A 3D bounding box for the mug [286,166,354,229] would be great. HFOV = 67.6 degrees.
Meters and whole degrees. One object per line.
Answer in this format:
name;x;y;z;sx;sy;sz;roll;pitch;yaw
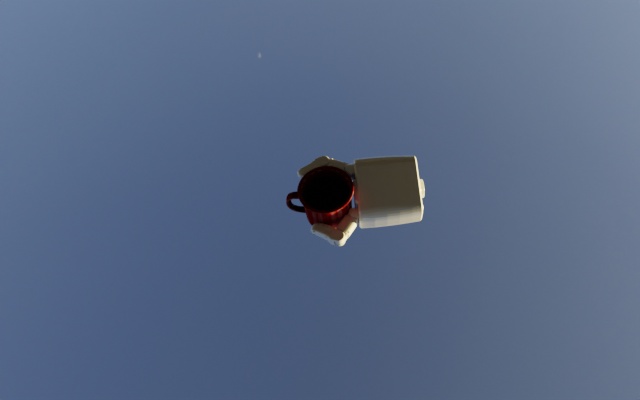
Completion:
mug;-0.001;0.003;0.813;0.117;0.093;0.082;-5;-32;4
